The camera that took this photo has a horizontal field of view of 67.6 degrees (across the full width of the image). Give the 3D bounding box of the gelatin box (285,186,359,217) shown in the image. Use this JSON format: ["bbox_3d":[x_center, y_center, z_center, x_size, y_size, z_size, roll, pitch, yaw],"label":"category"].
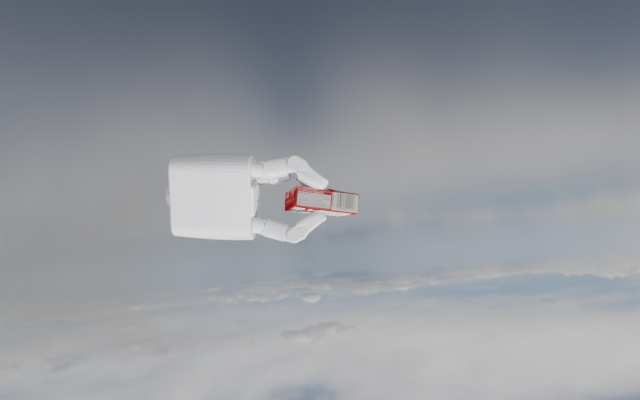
[{"bbox_3d":[0.000,0.003,0.652,0.089,0.030,0.073,7,-7,-13],"label":"gelatin box"}]
